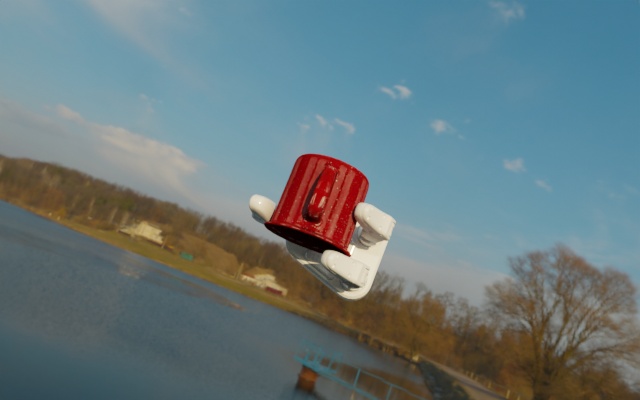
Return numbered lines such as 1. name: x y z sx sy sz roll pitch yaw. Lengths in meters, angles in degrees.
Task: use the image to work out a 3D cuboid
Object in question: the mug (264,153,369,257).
1. mug: 0.000 0.001 0.476 0.093 0.081 0.117 19 -14 6
